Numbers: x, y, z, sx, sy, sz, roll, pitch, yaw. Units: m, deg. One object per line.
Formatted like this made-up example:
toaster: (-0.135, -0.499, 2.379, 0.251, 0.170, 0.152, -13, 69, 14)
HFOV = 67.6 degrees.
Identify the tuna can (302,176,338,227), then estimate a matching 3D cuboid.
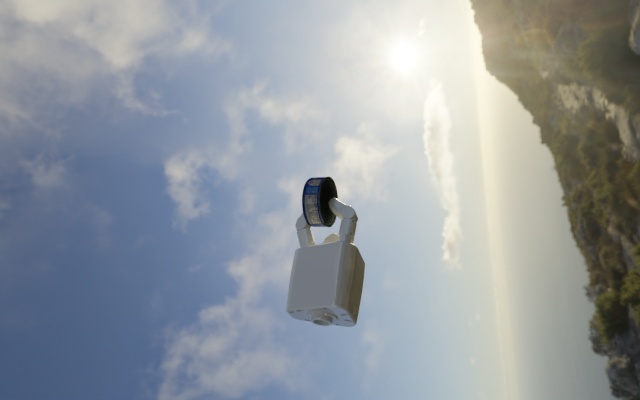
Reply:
tuna can: (0.000, 0.003, 0.807, 0.034, 0.086, 0.086, -1, 0, 22)
